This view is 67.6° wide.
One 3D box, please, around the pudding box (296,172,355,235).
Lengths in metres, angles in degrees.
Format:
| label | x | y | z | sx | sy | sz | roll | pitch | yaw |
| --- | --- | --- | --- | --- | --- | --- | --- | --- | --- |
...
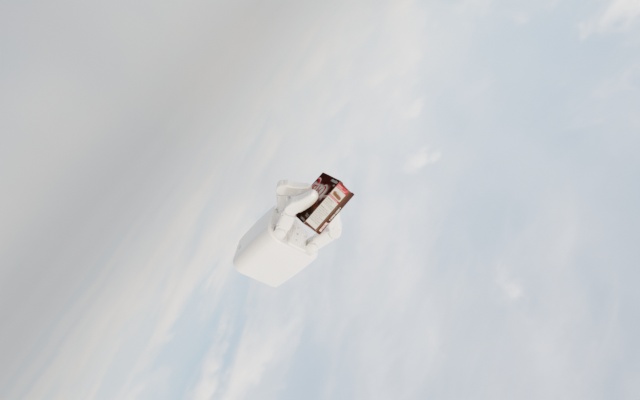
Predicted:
| label | x | y | z | sx | sy | sz | roll | pitch | yaw |
| --- | --- | --- | --- | --- | --- | --- | --- | --- | --- |
| pudding box | 0.000 | 0.003 | 0.795 | 0.039 | 0.090 | 0.113 | 41 | -2 | -20 |
